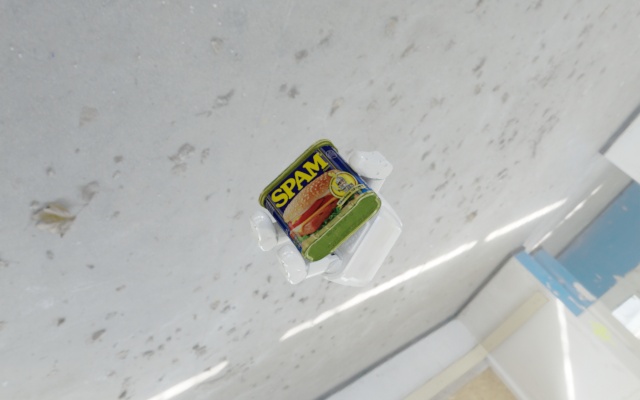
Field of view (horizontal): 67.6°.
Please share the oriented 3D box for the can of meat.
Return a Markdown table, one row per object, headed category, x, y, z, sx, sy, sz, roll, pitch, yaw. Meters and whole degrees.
| category | x | y | z | sx | sy | sz | roll | pitch | yaw |
| --- | --- | --- | --- | --- | --- | --- | --- | --- | --- |
| can of meat | 0.000 | 0.002 | 0.496 | 0.102 | 0.084 | 0.057 | -42 | -28 | 4 |
